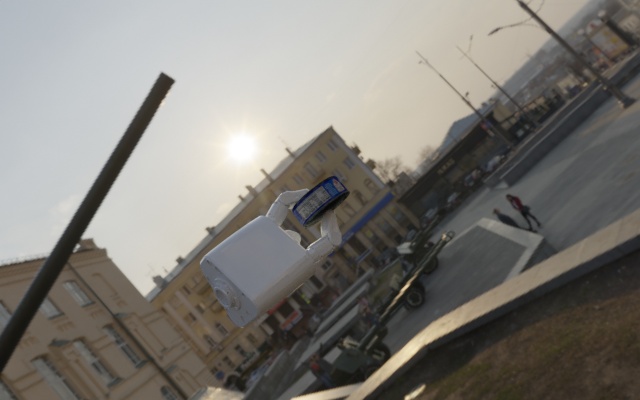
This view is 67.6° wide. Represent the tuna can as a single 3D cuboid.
[{"bbox_3d":[0.000,0.002,0.705,0.086,0.033,0.086,-38,-9,-7],"label":"tuna can"}]
